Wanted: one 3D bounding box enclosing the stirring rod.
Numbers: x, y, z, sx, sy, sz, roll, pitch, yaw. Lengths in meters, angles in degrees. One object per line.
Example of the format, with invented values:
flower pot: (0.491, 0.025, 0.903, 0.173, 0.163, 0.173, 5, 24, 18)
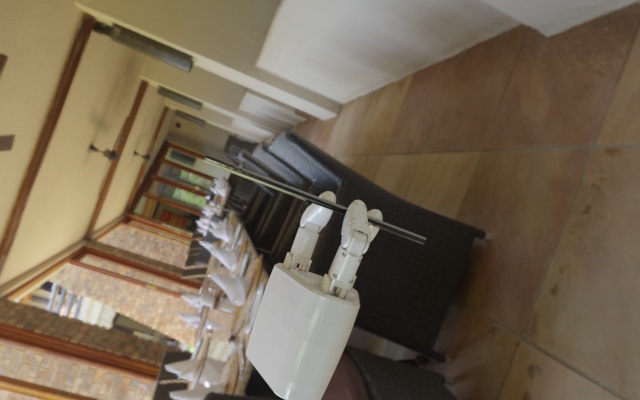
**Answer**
stirring rod: (0.000, 0.002, 0.478, 0.239, 0.011, 0.011, 21, -5, -13)
